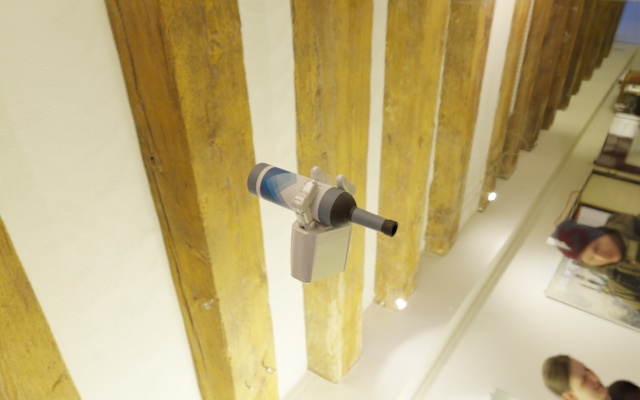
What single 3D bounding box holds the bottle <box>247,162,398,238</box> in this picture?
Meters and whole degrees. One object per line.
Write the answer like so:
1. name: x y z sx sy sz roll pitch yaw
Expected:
1. bottle: 0.000 0.003 0.839 0.295 0.069 0.069 20 11 31
